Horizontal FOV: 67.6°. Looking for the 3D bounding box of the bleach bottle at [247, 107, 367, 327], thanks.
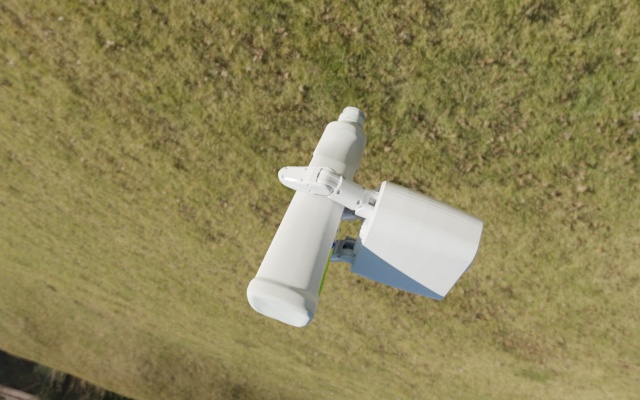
[{"bbox_3d":[0.000,0.002,0.511,0.068,0.250,0.103,20,-23,2],"label":"bleach bottle"}]
